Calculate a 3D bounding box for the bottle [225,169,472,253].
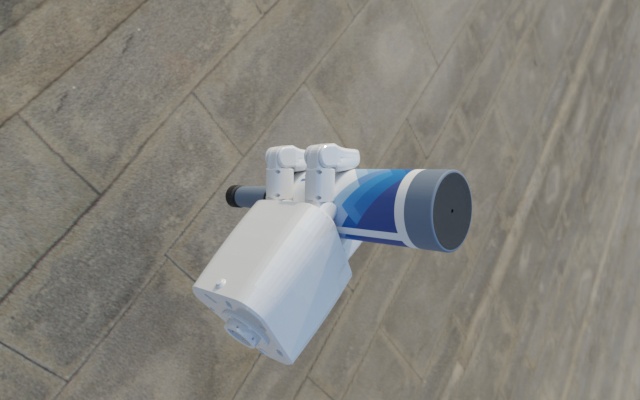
[{"bbox_3d":[0.000,0.002,0.481,0.295,0.069,0.069,4,3,44],"label":"bottle"}]
